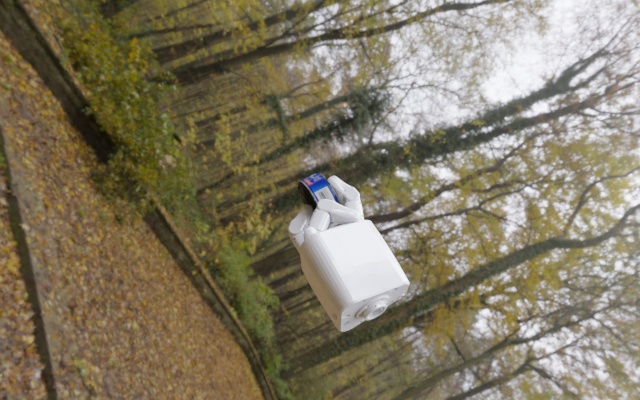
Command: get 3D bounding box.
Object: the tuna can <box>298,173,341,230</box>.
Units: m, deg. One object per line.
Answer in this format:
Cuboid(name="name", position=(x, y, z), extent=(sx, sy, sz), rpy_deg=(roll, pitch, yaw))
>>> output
Cuboid(name="tuna can", position=(0.001, 0.002, 0.726), extent=(0.034, 0.086, 0.086), rpy_deg=(-27, 7, -13))
